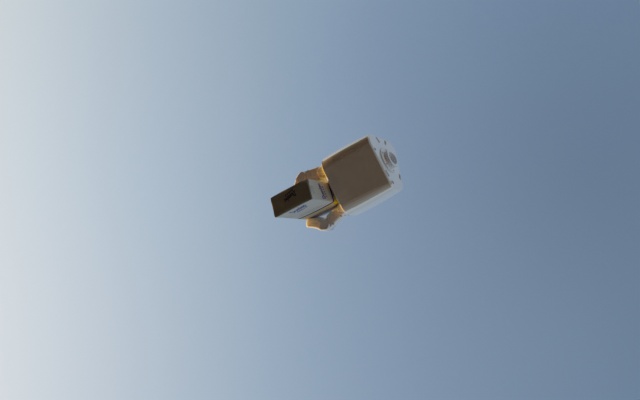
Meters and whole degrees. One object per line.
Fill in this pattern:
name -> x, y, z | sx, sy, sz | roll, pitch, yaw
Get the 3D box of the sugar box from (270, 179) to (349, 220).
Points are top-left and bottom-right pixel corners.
sugar box -> 0.000, 0.002, 0.898 | 0.093, 0.048, 0.176 | -26, -22, 32
